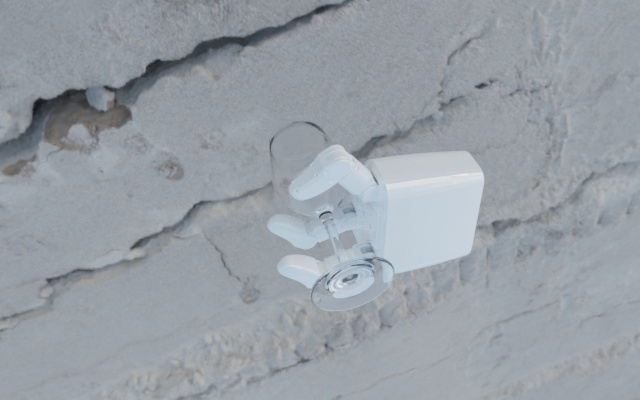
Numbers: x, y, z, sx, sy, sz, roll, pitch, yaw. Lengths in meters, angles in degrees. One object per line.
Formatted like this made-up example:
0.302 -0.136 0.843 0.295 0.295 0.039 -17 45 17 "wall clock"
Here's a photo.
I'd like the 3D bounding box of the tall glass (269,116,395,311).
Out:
0.000 0.002 0.463 0.079 0.201 0.079 -12 -42 -11 "tall glass"
